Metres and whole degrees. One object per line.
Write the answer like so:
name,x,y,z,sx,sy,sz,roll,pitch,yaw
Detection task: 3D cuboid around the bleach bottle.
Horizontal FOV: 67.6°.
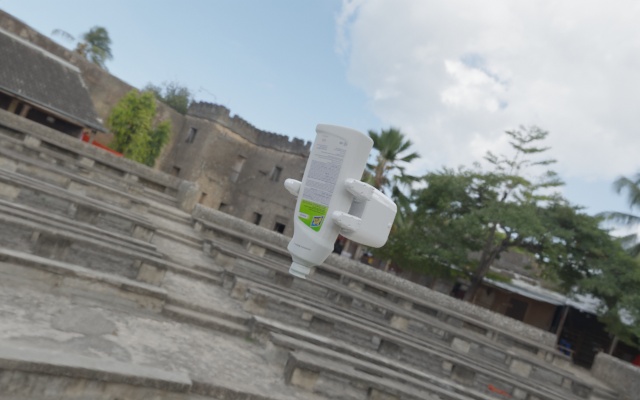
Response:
bleach bottle,0.000,0.003,0.786,0.102,0.251,0.068,17,-6,40
